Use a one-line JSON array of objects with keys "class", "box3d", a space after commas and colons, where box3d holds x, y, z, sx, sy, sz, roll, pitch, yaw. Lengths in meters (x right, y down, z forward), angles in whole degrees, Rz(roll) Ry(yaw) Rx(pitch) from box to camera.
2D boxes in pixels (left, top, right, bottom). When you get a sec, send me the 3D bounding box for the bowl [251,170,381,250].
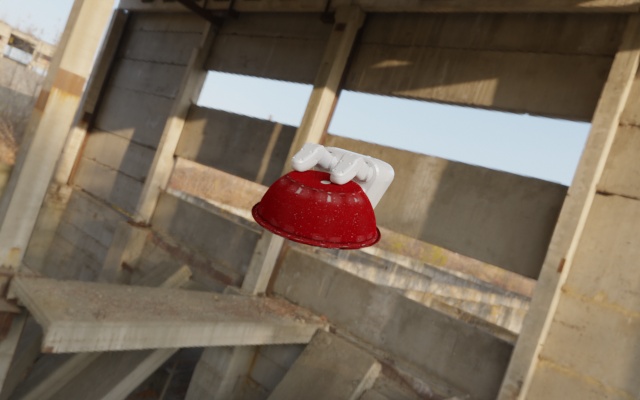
[{"class": "bowl", "box3d": [0.000, 0.002, 0.577, 0.162, 0.055, 0.162, 11, 17, -3]}]
